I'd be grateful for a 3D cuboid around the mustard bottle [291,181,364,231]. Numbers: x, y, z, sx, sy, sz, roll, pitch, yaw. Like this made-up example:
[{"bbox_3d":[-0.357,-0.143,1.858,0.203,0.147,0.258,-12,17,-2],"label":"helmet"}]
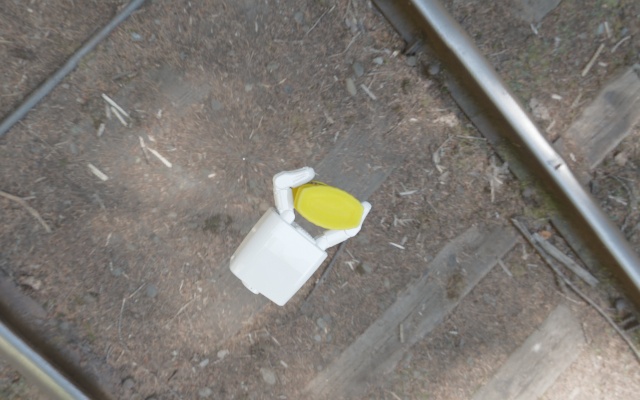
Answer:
[{"bbox_3d":[0.000,0.002,0.741,0.096,0.058,0.191,15,3,-10],"label":"mustard bottle"}]
